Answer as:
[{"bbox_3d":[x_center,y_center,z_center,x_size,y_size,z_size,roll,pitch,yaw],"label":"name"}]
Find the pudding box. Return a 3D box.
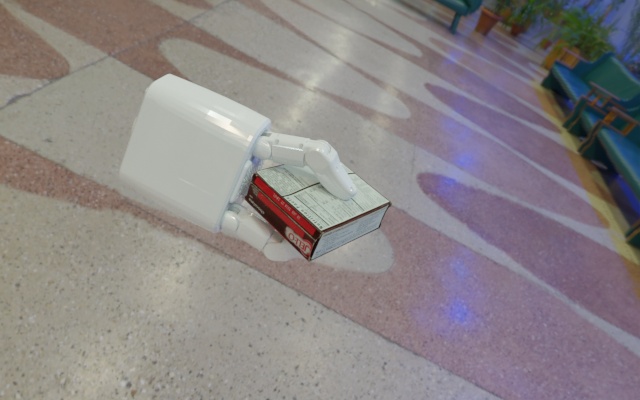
[{"bbox_3d":[0.000,0.001,0.451,0.090,0.039,0.113,42,38,24],"label":"pudding box"}]
